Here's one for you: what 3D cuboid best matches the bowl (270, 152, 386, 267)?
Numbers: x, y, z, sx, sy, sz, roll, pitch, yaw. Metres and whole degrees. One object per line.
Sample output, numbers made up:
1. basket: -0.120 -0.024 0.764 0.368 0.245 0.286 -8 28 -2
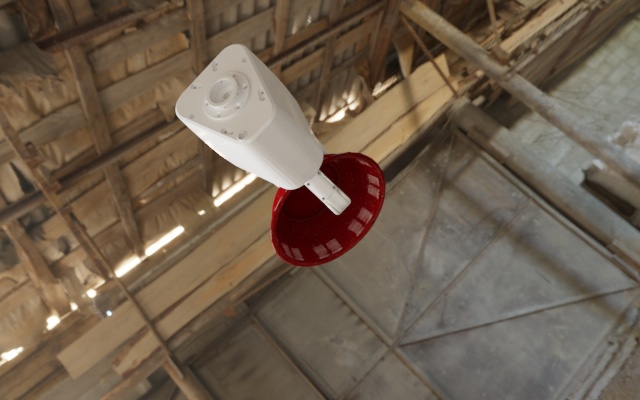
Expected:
1. bowl: 0.000 0.003 0.590 0.162 0.162 0.055 0 31 -37
